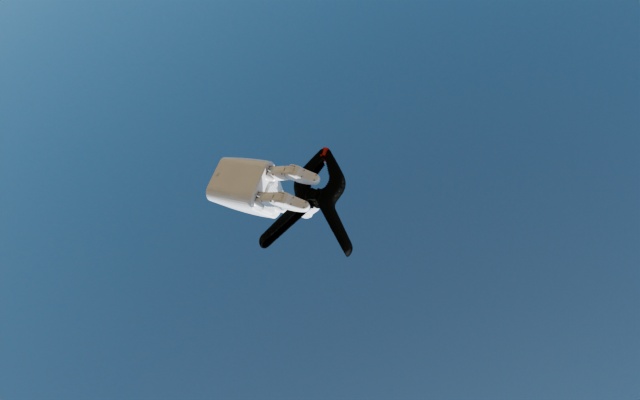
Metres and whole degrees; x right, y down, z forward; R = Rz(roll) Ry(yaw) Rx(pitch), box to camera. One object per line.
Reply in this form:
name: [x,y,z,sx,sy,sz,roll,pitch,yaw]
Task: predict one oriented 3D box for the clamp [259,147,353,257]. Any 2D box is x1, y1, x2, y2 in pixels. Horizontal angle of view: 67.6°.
clamp: [0.000,0.003,0.832,0.164,0.210,0.036,11,-25,22]
